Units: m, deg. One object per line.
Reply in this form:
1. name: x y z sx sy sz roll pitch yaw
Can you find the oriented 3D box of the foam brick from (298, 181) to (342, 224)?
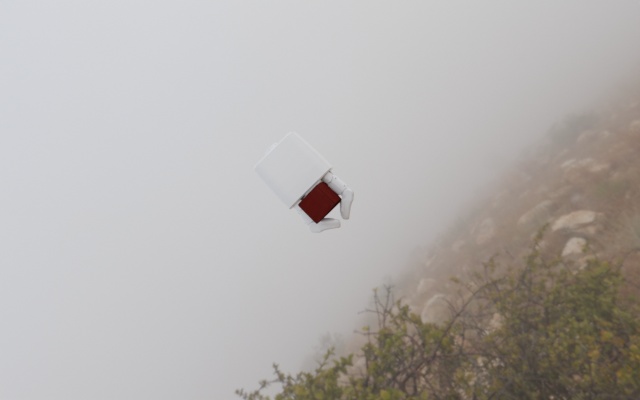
1. foam brick: 0.000 0.003 0.885 0.053 0.051 0.078 -45 -2 13
